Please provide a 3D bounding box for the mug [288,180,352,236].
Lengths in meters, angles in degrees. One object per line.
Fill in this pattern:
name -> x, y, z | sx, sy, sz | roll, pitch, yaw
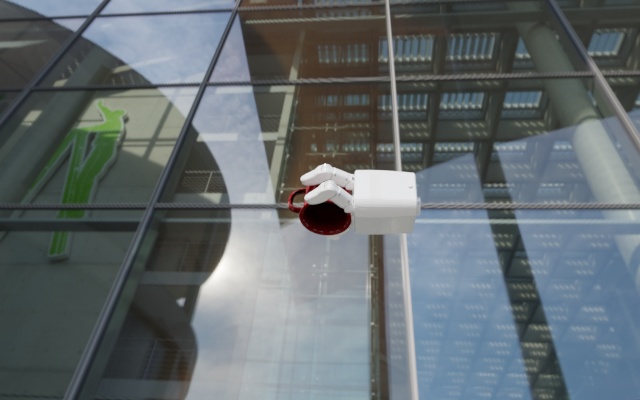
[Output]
mug -> -0.001, 0.003, 0.868 | 0.117, 0.081, 0.093 | 2, -44, 6
